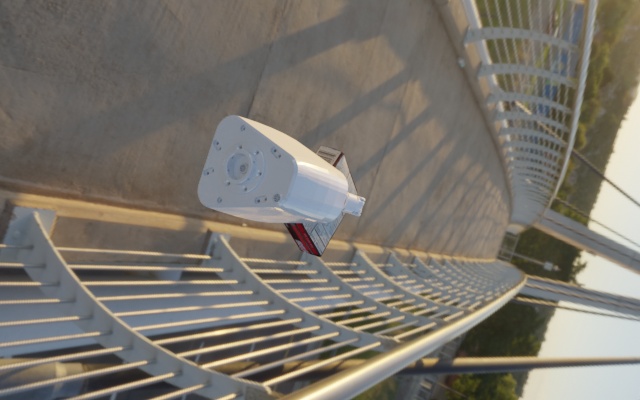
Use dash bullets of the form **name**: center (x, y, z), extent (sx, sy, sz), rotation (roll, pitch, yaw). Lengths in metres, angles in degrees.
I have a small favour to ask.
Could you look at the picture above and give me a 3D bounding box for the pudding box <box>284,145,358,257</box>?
- **pudding box**: center (0.000, 0.002, 0.607), extent (0.039, 0.113, 0.090), rotation (20, -27, 29)
